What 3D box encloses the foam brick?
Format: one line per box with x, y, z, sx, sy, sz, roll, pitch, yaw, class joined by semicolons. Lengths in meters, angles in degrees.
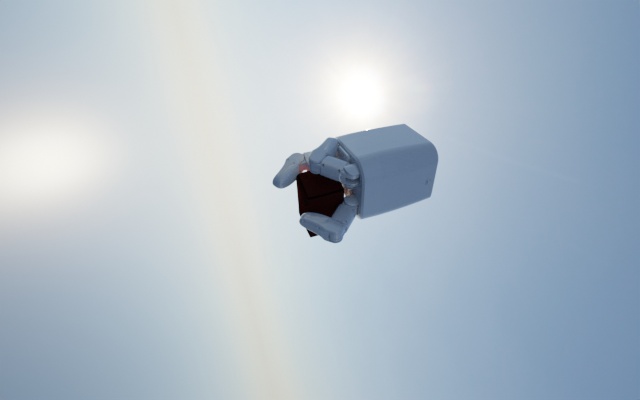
0.000;0.002;0.645;0.051;0.078;0.053;-15;48;-13;foam brick
